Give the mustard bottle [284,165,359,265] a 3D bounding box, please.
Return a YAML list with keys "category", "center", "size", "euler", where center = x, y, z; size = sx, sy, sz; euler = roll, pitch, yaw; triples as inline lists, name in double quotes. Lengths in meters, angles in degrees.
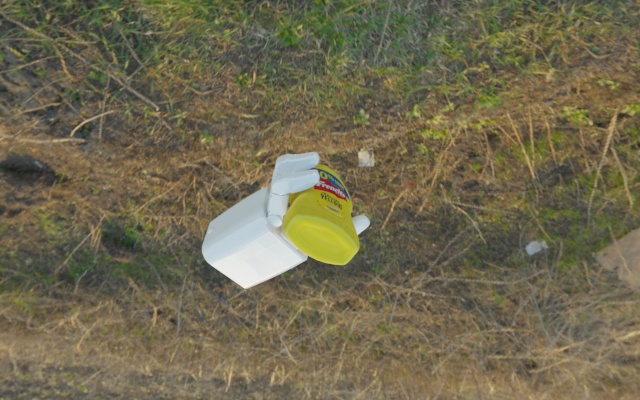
- category: "mustard bottle"
  center: [0.000, 0.002, 0.652]
  size: [0.096, 0.058, 0.191]
  euler: [28, 25, -17]
